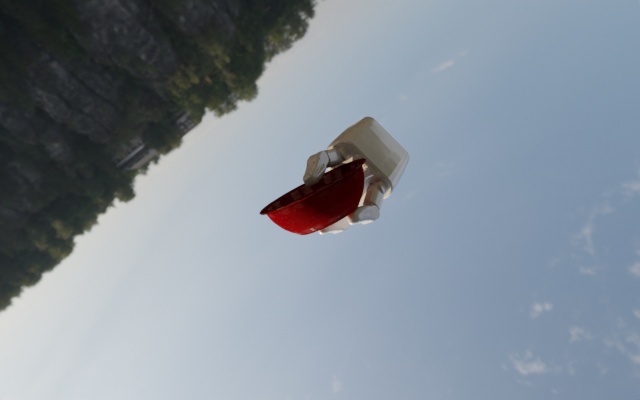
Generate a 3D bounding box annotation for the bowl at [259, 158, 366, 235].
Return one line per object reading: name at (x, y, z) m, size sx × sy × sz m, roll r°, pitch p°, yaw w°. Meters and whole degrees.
bowl at (-0.001, 0.003, 0.654) m, size 0.162 × 0.055 × 0.162 m, roll -26°, pitch 8°, yaw 4°
